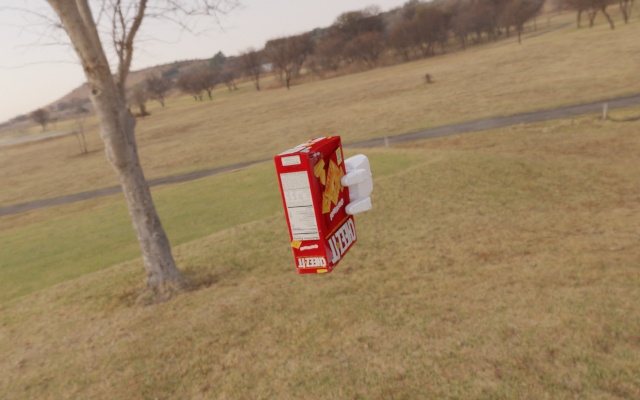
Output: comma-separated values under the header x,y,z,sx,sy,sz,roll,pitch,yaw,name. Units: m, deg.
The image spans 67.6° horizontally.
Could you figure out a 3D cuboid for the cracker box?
x,y,z,sx,sy,sz,roll,pitch,yaw,name
0.000,0.003,0.864,0.072,0.214,0.164,-5,15,24,cracker box
